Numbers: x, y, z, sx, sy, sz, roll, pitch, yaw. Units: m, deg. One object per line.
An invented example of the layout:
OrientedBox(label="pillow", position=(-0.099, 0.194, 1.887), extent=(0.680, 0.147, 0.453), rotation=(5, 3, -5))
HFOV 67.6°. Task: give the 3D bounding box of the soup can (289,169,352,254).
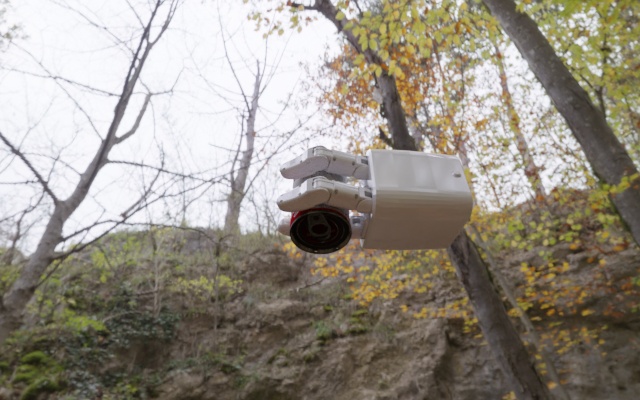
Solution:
OrientedBox(label="soup can", position=(0.000, 0.002, 0.555), extent=(0.068, 0.069, 0.102), rotation=(0, 44, 0))
